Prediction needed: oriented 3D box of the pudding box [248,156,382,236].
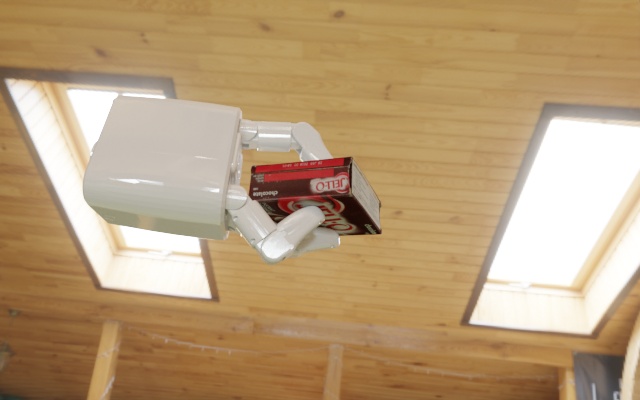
[{"bbox_3d":[0.000,0.001,0.426,0.090,0.039,0.113,-3,-18,20],"label":"pudding box"}]
